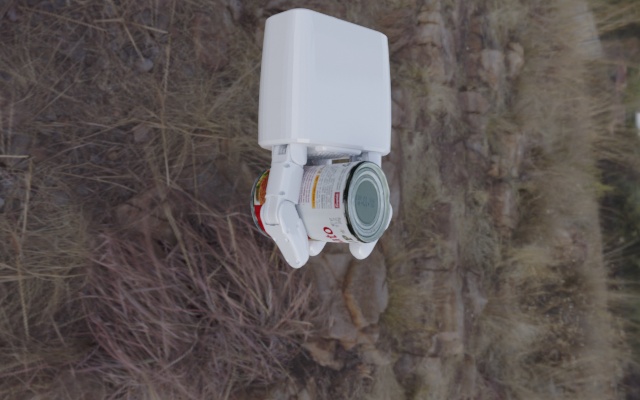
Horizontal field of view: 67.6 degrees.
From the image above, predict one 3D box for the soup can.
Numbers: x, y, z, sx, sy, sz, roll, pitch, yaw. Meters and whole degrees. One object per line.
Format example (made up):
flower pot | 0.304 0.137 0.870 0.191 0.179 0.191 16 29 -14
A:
soup can | 0.000 0.002 0.409 0.102 0.068 0.068 0 0 38
